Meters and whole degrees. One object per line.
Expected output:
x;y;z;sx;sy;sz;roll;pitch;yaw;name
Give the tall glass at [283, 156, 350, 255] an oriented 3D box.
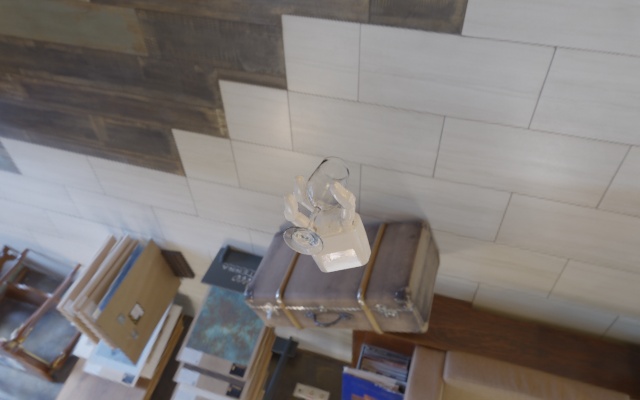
0.000;0.003;0.897;0.079;0.079;0.201;0;44;25;tall glass
